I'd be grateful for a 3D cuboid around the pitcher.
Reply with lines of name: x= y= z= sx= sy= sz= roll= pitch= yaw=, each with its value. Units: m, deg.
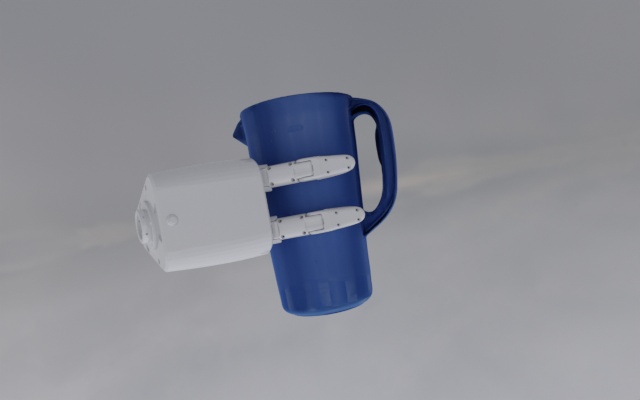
pitcher: x=0.000 y=0.002 z=0.555 sx=0.145 sy=0.243 sz=0.149 roll=-10 pitch=0 yaw=-31
